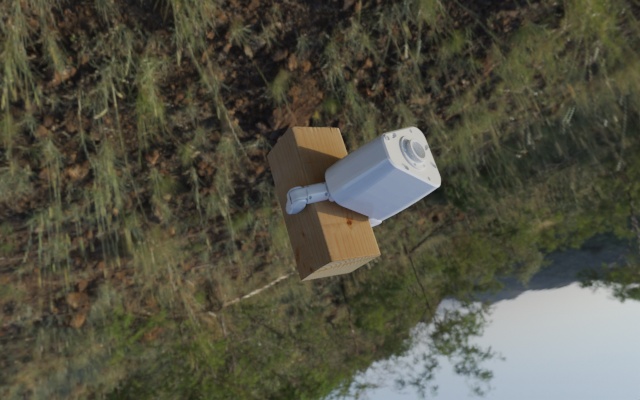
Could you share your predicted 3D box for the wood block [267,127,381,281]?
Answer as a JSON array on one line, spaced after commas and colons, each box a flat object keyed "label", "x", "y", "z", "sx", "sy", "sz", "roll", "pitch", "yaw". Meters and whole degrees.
[{"label": "wood block", "x": 0.000, "y": 0.002, "z": 0.709, "sx": 0.091, "sy": 0.206, "sz": 0.090, "roll": -4, "pitch": -22, "yaw": -33}]
